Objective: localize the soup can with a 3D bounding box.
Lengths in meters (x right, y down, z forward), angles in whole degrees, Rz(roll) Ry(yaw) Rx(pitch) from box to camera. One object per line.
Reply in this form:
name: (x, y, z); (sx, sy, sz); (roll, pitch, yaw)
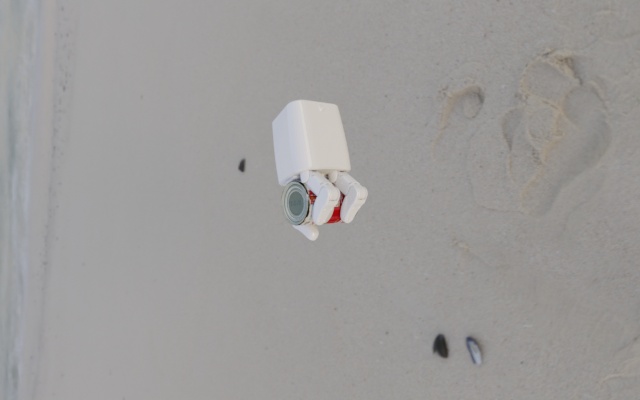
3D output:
soup can: (0.000, 0.003, 0.727); (0.102, 0.068, 0.068); (-2, 1, -40)
